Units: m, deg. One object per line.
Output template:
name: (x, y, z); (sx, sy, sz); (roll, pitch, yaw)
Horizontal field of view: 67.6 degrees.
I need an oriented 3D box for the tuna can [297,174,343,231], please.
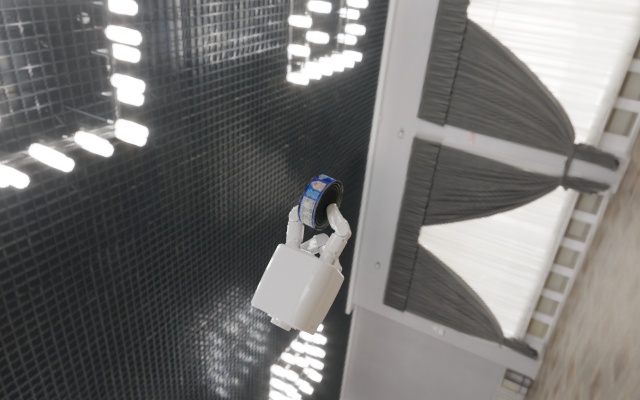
tuna can: (0.000, 0.002, 0.760); (0.033, 0.086, 0.086); (24, 10, 24)
